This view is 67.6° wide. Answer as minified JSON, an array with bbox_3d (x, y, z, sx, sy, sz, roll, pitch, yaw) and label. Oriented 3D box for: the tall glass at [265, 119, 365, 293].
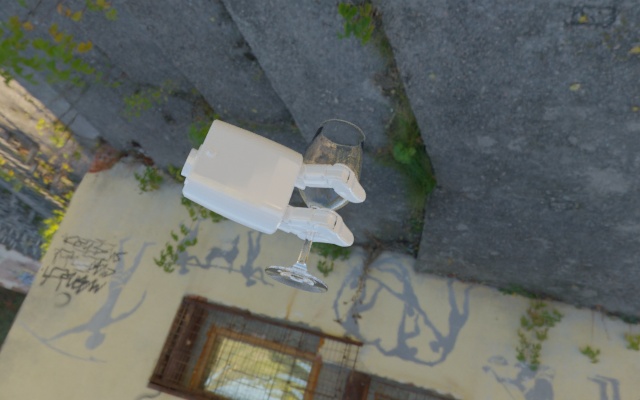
[{"bbox_3d":[0.000,0.003,0.570,0.079,0.201,0.079,15,-24,7],"label":"tall glass"}]
